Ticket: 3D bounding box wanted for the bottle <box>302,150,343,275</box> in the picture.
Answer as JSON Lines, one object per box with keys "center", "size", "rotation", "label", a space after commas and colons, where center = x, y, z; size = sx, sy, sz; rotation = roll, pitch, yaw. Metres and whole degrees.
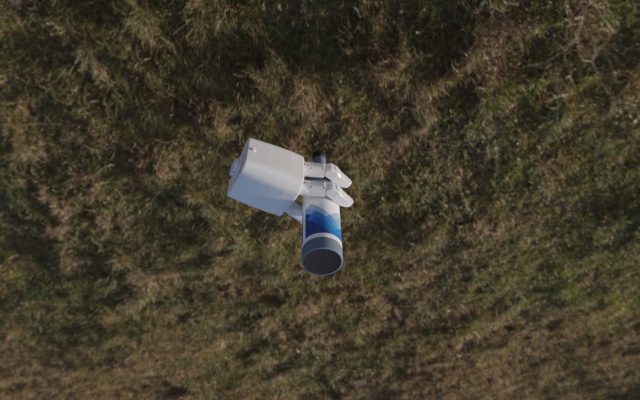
{"center": [0.000, 0.003, 0.875], "size": [0.069, 0.069, 0.295], "rotation": [0, 41, -1], "label": "bottle"}
